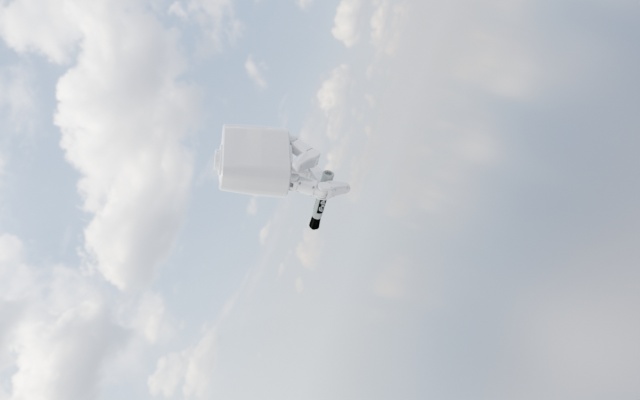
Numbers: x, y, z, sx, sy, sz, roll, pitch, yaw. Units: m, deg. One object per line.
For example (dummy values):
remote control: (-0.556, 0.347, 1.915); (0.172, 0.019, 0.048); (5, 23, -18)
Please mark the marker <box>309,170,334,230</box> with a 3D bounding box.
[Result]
marker: (0.000, 0.003, 0.799); (0.020, 0.121, 0.020); (10, 38, -8)
